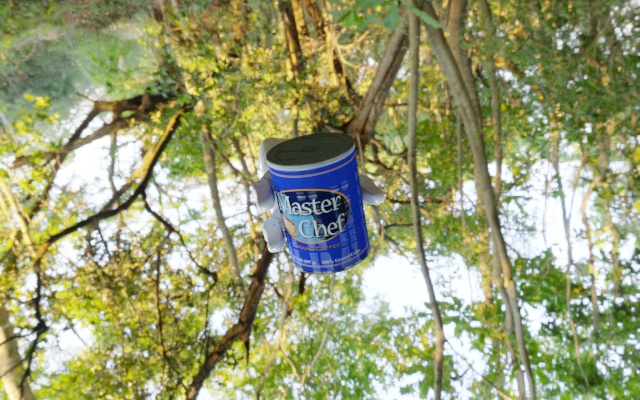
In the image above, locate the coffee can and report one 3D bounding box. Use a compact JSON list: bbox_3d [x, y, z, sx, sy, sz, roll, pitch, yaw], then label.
[{"bbox_3d":[0.000,0.002,0.569,0.103,0.140,0.102,-9,25,4],"label":"coffee can"}]
